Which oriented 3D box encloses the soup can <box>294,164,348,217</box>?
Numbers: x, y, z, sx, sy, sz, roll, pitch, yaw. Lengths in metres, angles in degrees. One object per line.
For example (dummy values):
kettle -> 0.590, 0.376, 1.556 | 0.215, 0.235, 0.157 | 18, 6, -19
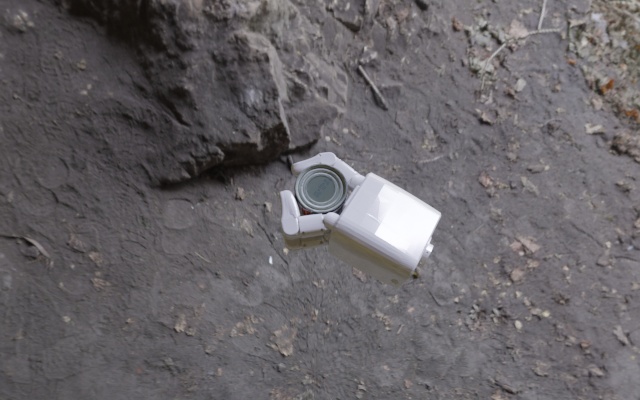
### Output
soup can -> 0.000, 0.002, 0.626 | 0.068, 0.068, 0.102 | 0, -20, -1
